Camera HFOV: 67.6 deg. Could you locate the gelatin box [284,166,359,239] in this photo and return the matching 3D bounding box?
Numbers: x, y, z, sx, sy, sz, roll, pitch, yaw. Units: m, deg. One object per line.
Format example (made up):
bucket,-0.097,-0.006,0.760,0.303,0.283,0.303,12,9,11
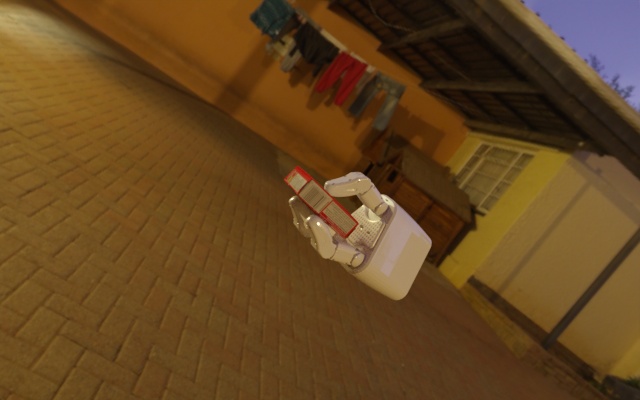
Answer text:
gelatin box,0.000,0.001,0.599,0.089,0.030,0.073,44,1,-24
